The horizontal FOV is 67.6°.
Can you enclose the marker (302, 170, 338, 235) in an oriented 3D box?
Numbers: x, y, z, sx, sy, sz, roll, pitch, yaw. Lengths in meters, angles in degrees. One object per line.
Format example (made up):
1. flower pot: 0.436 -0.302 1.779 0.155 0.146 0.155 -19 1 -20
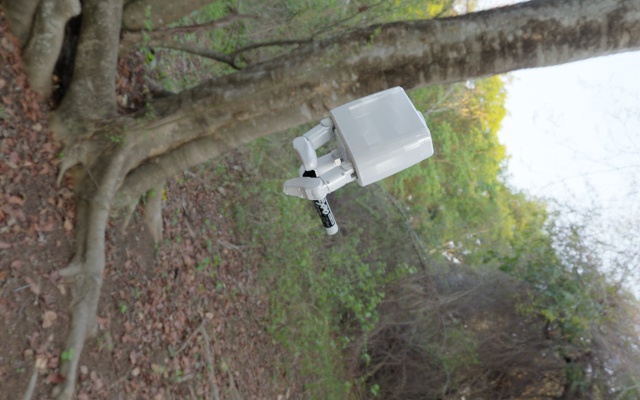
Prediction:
1. marker: 0.000 0.002 0.670 0.020 0.020 0.121 0 -44 23
